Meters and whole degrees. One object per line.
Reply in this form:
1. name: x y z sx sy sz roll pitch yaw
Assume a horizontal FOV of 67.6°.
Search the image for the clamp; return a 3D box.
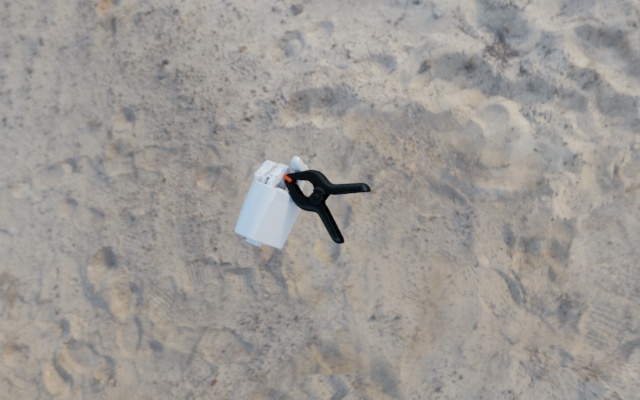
1. clamp: 0.000 0.003 0.894 0.171 0.120 0.039 21 -1 26
